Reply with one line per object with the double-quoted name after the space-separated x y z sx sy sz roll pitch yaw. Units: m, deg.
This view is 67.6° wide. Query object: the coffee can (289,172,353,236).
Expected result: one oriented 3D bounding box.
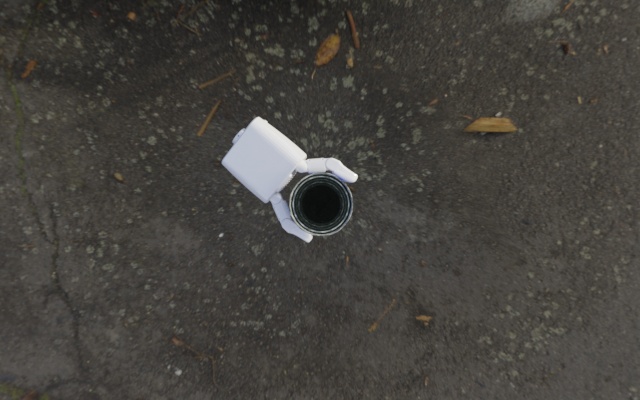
0.000 0.003 0.827 0.103 0.103 0.140 0 3 -1 "coffee can"
